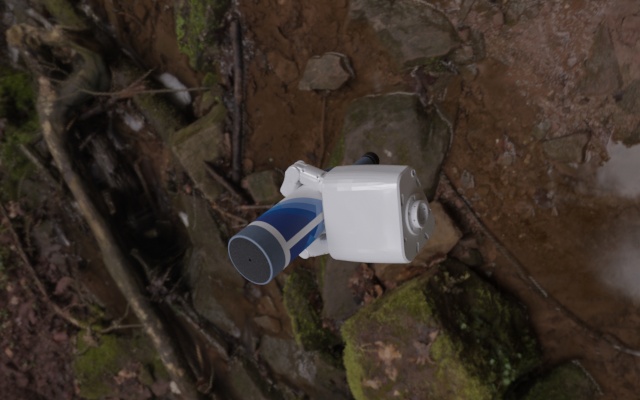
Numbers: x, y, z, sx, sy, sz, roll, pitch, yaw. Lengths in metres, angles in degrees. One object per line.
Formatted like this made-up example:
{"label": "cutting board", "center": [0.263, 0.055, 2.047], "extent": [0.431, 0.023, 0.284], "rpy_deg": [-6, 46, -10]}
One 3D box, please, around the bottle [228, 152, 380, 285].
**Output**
{"label": "bottle", "center": [0.000, 0.002, 0.647], "extent": [0.069, 0.069, 0.295], "rpy_deg": [0, 27, 38]}
